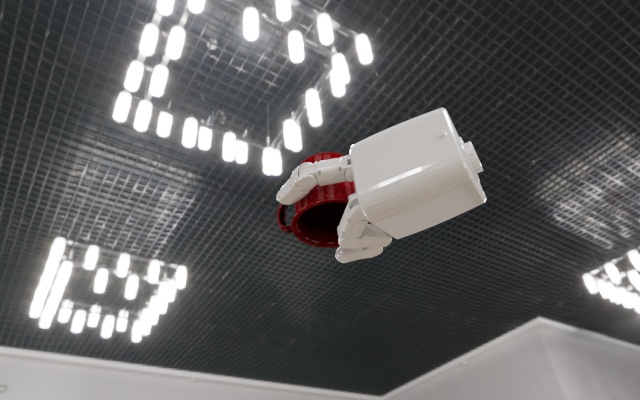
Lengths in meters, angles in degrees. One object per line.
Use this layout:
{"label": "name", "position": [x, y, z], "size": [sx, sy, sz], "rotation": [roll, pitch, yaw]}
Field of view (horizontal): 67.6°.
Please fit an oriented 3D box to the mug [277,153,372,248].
{"label": "mug", "position": [-0.001, 0.002, 0.576], "size": [0.117, 0.081, 0.093], "rotation": [-23, -42, 20]}
